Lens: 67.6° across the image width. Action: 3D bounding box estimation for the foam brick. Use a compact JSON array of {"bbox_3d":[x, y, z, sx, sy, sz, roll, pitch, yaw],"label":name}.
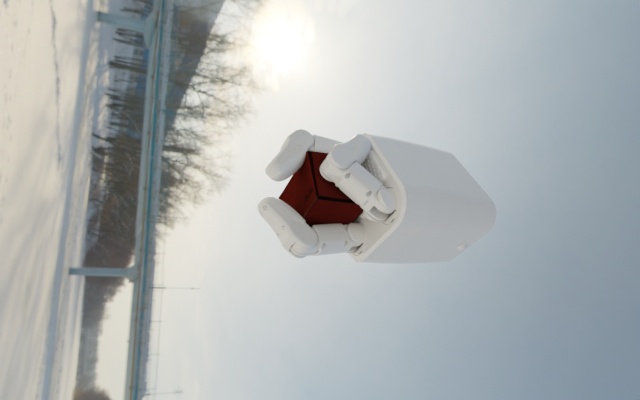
[{"bbox_3d":[0.000,0.001,0.433,0.051,0.053,0.078,6,-36,-26],"label":"foam brick"}]
